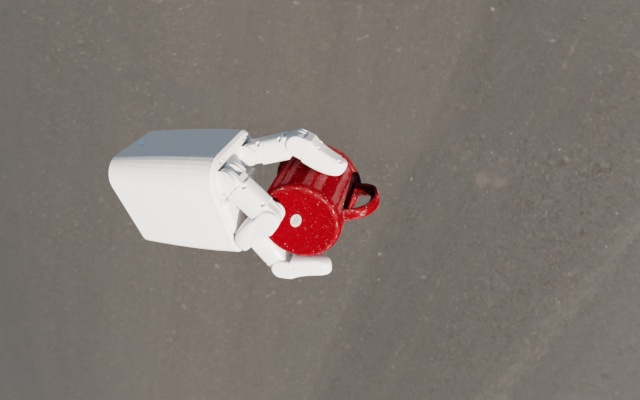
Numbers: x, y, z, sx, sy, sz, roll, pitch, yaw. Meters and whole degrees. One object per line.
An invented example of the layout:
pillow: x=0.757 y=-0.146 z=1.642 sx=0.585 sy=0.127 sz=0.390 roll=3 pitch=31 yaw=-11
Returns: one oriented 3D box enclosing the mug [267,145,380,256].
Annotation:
mug: x=0.001 y=0.002 z=0.475 sx=0.117 sy=0.093 sz=0.081 roll=2 pitch=31 yaw=15
